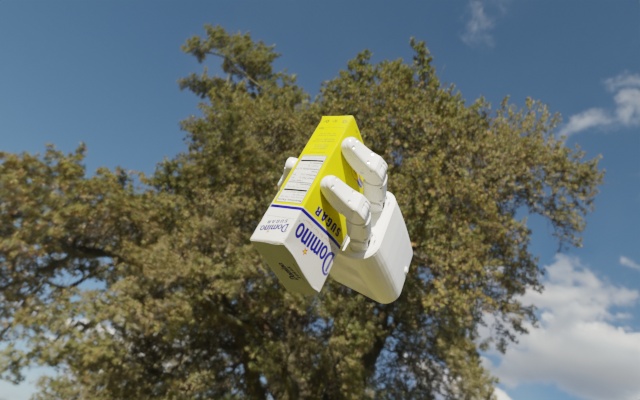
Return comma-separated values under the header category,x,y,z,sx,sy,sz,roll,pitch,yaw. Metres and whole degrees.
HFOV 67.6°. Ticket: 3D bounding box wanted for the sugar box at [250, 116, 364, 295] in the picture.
category,x,y,z,sx,sy,sz,roll,pitch,yaw
sugar box,0.001,0.002,0.505,0.048,0.176,0.093,3,-39,30
